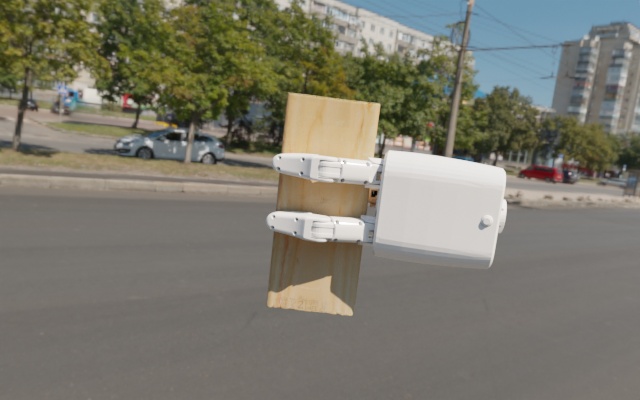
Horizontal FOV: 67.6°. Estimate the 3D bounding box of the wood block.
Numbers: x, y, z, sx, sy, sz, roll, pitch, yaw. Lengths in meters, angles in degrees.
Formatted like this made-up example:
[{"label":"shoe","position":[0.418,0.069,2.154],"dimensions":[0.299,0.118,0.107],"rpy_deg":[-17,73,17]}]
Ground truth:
[{"label":"wood block","position":[0.000,0.001,0.496],"dimensions":[0.090,0.206,0.091],"rpy_deg":[6,8,-1]}]
